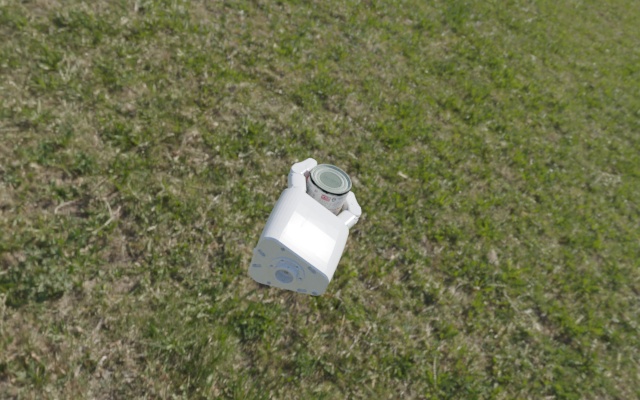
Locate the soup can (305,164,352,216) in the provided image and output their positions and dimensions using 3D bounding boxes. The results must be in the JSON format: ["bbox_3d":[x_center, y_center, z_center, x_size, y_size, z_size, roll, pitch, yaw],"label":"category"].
[{"bbox_3d":[0.000,0.002,0.742,0.068,0.068,0.102,0,-44,-26],"label":"soup can"}]
